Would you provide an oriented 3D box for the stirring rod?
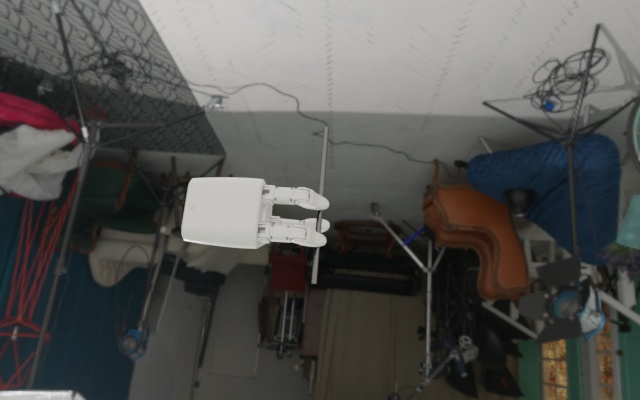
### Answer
[{"bbox_3d":[0.000,0.002,0.705,0.011,0.239,0.011,4,-16,1],"label":"stirring rod"}]
